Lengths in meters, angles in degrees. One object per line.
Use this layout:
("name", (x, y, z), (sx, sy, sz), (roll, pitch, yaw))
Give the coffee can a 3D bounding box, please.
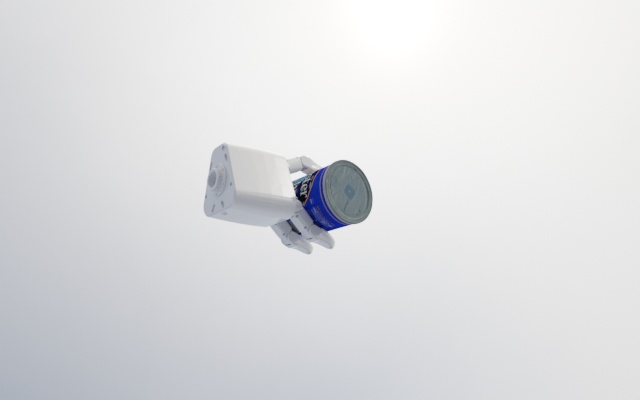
("coffee can", (0.000, 0.002, 0.781), (0.103, 0.102, 0.140), (0, -14, -43))
